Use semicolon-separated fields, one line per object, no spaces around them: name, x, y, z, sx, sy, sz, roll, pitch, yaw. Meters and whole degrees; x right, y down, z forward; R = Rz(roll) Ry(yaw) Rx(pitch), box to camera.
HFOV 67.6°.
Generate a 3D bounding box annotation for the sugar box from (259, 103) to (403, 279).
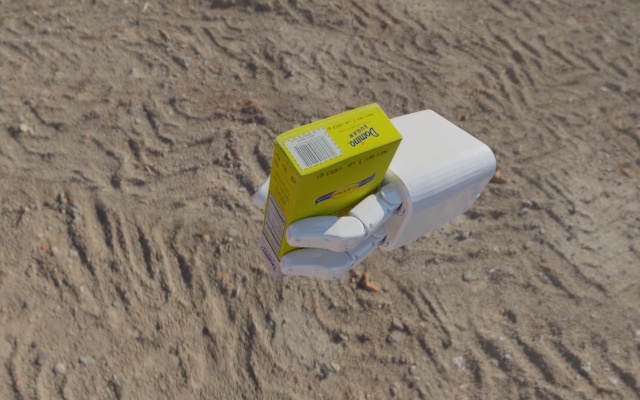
sugar box;0.000;0.002;0.417;0.093;0.048;0.176;-22;-28;-22
